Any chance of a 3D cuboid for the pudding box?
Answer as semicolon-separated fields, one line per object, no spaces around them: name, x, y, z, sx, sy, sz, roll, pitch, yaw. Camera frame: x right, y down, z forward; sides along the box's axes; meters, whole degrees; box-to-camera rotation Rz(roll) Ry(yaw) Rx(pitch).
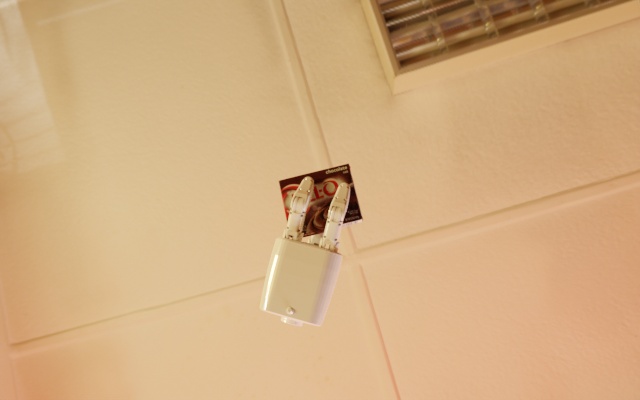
pudding box;0.000;0.002;0.723;0.113;0.090;0.039;-13;-14;2
